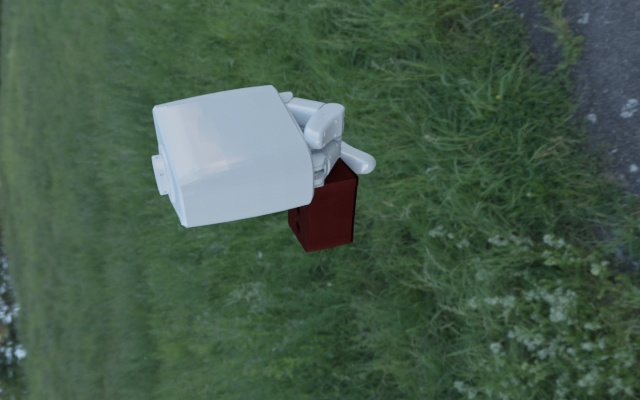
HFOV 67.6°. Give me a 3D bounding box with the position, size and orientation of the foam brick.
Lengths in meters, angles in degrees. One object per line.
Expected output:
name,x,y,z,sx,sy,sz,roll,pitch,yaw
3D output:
foam brick,0.000,0.002,0.459,0.051,0.078,0.053,-13,37,-21
